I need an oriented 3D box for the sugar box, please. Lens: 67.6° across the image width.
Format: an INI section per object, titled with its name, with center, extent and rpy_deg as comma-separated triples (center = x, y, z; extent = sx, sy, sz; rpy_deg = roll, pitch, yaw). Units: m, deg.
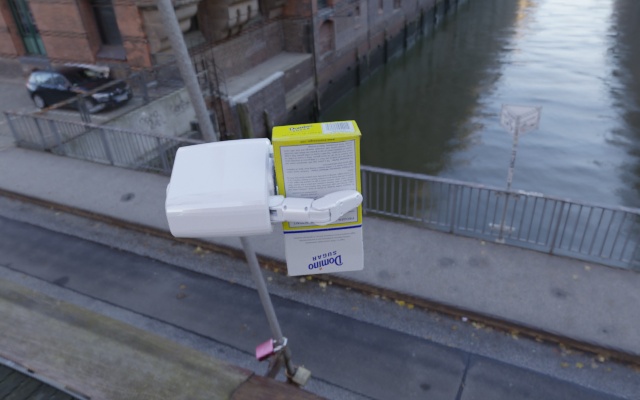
[sugar box]
center = 0.000, 0.001, 0.545
extent = 0.093, 0.176, 0.048
rpy_deg = -4, 31, -1
